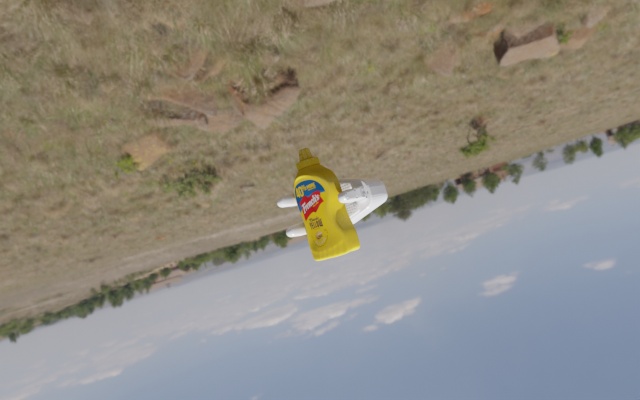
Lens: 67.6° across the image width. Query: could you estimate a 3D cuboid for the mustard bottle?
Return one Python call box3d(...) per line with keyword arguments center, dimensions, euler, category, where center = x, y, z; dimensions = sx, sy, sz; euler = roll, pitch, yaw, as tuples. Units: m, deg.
box3d(center=(0.000, 0.003, 0.819), dimensions=(0.058, 0.191, 0.096), euler=(-14, -5, -40), category="mustard bottle")
